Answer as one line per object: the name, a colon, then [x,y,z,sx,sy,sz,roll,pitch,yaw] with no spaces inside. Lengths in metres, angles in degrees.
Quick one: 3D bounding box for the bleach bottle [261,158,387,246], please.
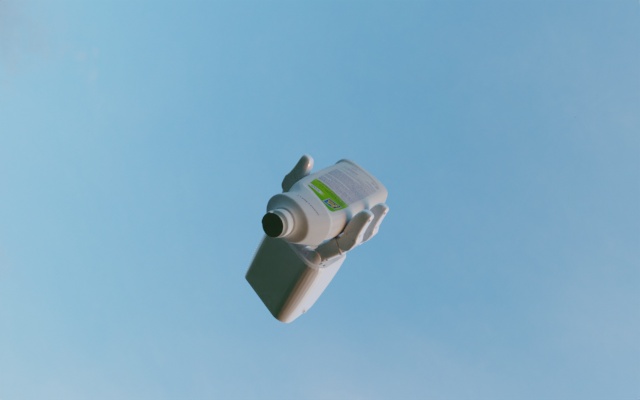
bleach bottle: [0.000,0.002,0.625,0.102,0.068,0.251,38,24,18]
